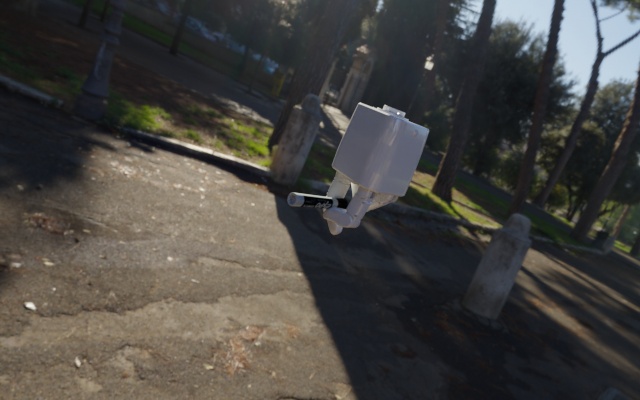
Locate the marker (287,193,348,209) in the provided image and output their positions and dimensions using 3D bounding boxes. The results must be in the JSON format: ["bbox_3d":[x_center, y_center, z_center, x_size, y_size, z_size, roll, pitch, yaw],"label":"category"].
[{"bbox_3d":[0.000,0.002,0.697,0.020,0.020,0.121,0,-4,41],"label":"marker"}]
